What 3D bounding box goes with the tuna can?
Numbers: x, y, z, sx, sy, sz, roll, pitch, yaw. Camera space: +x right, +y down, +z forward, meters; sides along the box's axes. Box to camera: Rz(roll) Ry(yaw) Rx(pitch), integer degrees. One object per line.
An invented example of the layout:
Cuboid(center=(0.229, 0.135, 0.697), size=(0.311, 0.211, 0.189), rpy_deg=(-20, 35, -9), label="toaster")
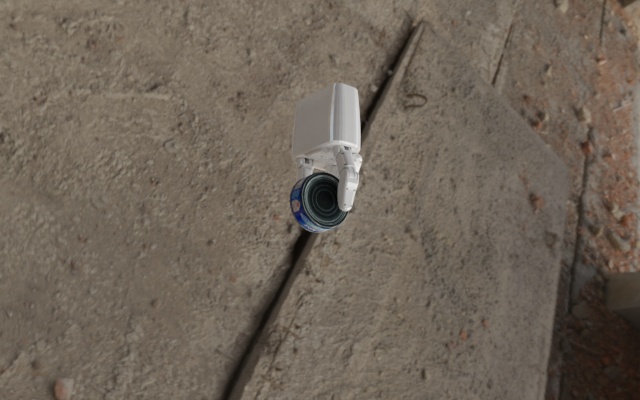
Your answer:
Cuboid(center=(0.000, 0.002, 0.695), size=(0.086, 0.086, 0.034), rpy_deg=(0, -12, -33), label="tuna can")
